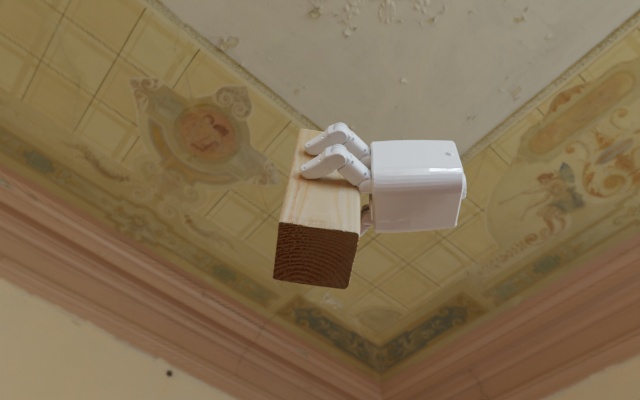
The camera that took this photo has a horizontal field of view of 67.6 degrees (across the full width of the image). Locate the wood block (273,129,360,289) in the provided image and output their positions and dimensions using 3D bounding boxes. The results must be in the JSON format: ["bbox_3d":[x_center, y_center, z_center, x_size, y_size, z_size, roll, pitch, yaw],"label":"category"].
[{"bbox_3d":[0.000,0.002,0.608,0.090,0.091,0.206,8,37,-1],"label":"wood block"}]
